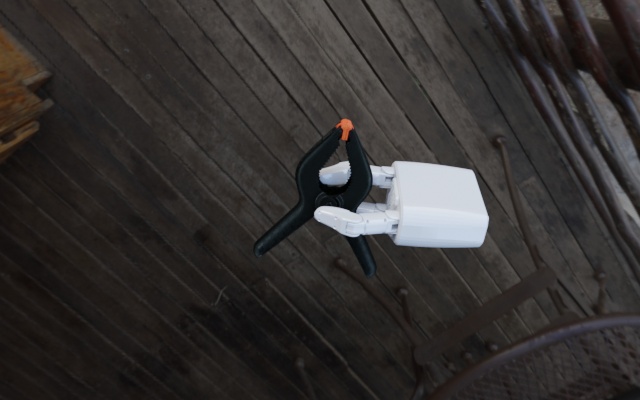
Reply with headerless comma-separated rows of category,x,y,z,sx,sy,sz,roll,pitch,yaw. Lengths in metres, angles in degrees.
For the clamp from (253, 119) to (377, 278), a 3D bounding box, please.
clamp,0.000,0.002,0.595,0.164,0.210,0.036,4,26,-2
